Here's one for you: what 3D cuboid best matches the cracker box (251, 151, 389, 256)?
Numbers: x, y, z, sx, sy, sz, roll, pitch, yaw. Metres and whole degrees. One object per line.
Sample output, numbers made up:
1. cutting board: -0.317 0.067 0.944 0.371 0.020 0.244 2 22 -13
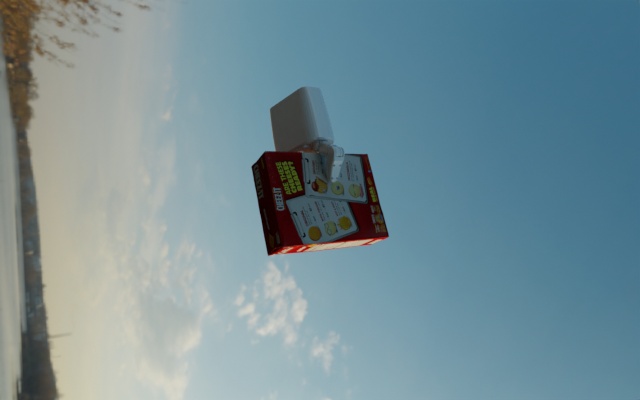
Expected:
1. cracker box: 0.000 0.003 0.830 0.213 0.164 0.072 -3 -18 -32
